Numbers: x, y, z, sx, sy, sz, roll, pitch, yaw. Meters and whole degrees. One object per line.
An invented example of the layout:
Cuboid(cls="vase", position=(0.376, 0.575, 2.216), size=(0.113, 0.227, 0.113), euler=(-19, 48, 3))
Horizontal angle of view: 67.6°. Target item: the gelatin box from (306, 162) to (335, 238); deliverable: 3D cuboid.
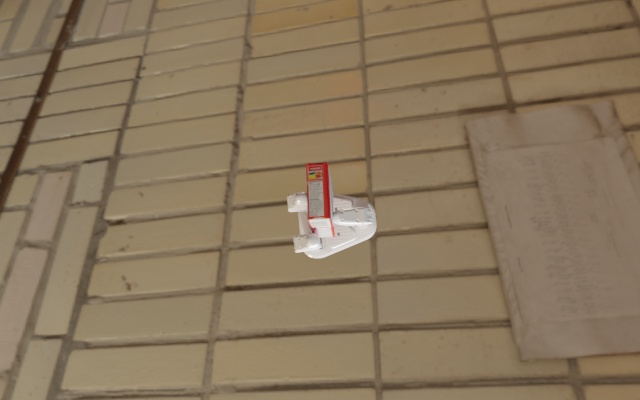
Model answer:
Cuboid(cls="gelatin box", position=(0.001, 0.002, 0.606), size=(0.030, 0.073, 0.089), euler=(-3, -19, 4))
